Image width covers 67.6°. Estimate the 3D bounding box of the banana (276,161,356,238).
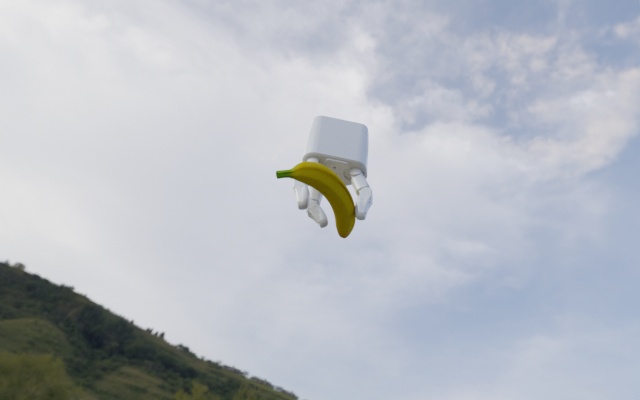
[{"bbox_3d":[0.014,-0.005,0.758,0.069,0.037,0.198,-21,-45,26],"label":"banana"}]
